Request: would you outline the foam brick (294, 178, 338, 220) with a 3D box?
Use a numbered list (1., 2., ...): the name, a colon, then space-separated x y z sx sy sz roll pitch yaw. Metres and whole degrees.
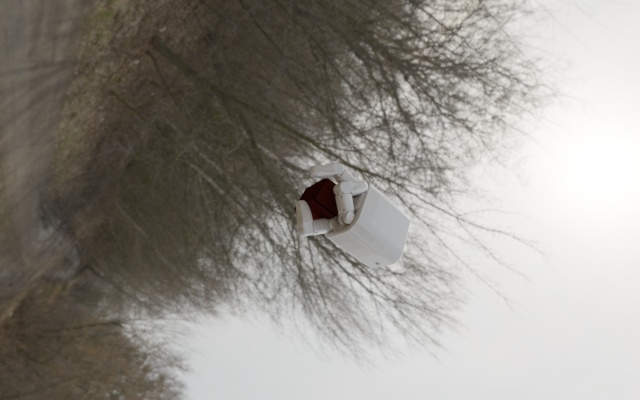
1. foam brick: 0.000 0.003 0.832 0.051 0.053 0.078 37 -27 -15
